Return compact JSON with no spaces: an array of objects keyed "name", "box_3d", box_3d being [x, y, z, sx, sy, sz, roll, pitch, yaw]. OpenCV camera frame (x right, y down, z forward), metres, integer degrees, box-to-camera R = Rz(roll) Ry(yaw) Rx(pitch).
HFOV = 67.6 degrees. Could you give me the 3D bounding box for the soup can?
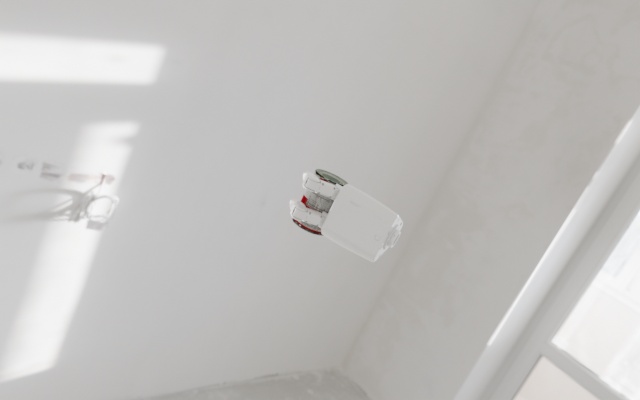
[{"name":"soup can","box_3d":[0.000,0.002,0.860,0.068,0.102,0.068,24,14,-7]}]
